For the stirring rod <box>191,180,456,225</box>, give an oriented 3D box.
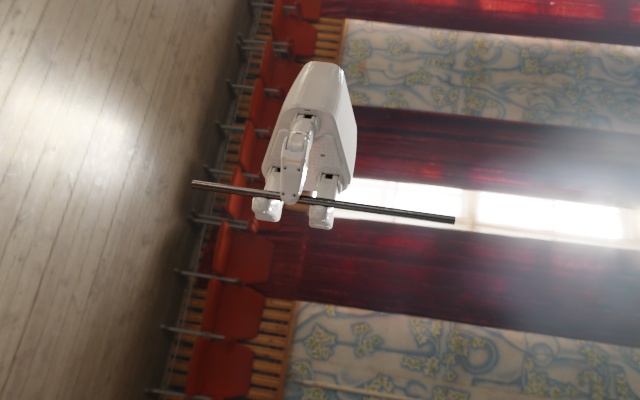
[{"bbox_3d":[0.000,0.001,0.434,0.239,0.011,0.011,8,1,5],"label":"stirring rod"}]
